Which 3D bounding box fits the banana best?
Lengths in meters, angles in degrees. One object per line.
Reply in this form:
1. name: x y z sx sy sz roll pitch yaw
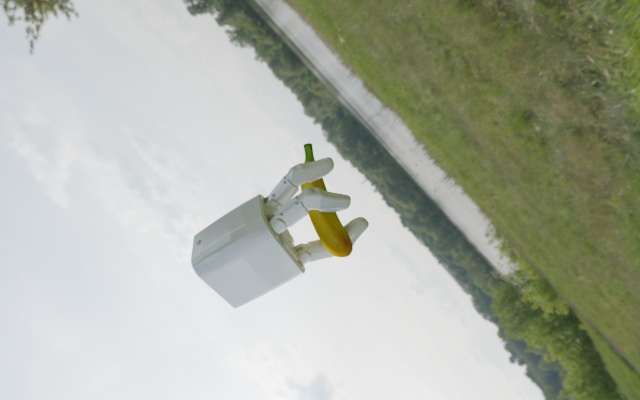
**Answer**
1. banana: 0.002 0.012 0.626 0.037 0.197 0.070 -18 -42 -4
